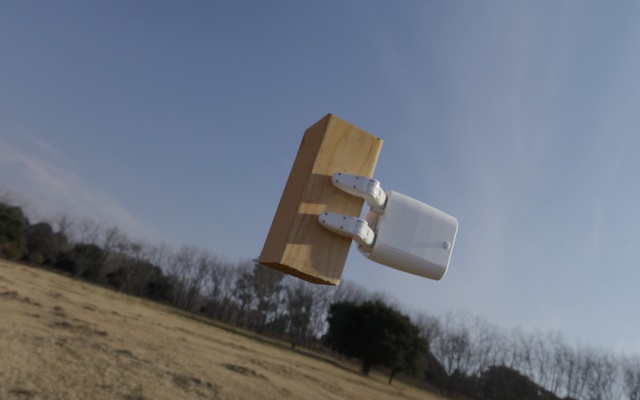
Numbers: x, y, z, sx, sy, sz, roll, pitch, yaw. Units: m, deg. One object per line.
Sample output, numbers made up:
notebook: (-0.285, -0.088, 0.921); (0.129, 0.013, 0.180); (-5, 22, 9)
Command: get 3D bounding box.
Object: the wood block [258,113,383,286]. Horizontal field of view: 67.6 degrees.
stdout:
wood block: (0.000, 0.002, 0.648); (0.090, 0.206, 0.091); (24, -16, -18)
